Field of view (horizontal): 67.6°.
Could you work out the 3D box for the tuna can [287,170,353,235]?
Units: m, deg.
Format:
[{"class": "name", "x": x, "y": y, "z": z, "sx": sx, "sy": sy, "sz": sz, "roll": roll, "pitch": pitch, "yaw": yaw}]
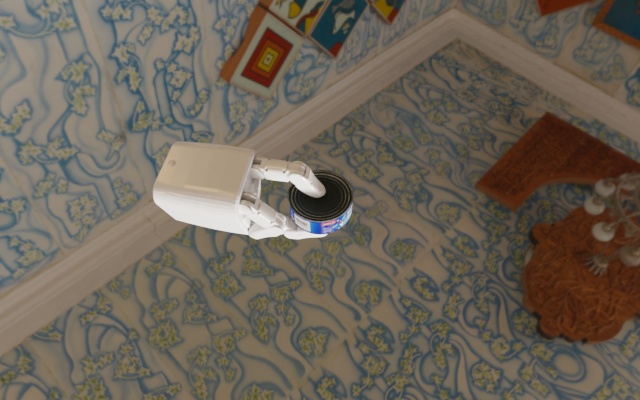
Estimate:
[{"class": "tuna can", "x": 0.000, "y": 0.002, "z": 0.633, "sx": 0.086, "sy": 0.086, "sz": 0.034, "roll": 0, "pitch": -37, "yaw": 2}]
